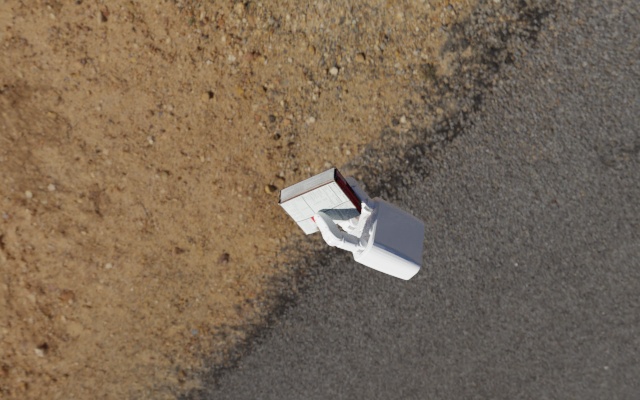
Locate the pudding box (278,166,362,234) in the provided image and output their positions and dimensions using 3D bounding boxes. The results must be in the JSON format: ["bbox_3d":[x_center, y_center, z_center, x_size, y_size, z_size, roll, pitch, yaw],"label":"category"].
[{"bbox_3d":[0.000,0.003,0.795,0.113,0.039,0.090,-23,-53,22],"label":"pudding box"}]
